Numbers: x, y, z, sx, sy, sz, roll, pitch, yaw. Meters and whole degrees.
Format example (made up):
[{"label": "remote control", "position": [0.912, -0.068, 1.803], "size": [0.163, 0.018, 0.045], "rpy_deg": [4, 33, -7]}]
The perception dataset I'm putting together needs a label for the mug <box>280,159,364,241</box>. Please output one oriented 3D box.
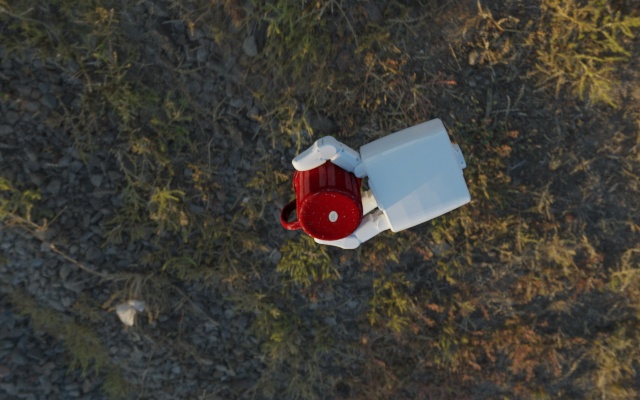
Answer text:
[{"label": "mug", "position": [-0.001, 0.003, 0.611], "size": [0.117, 0.093, 0.081], "rpy_deg": [-23, 31, 12]}]
